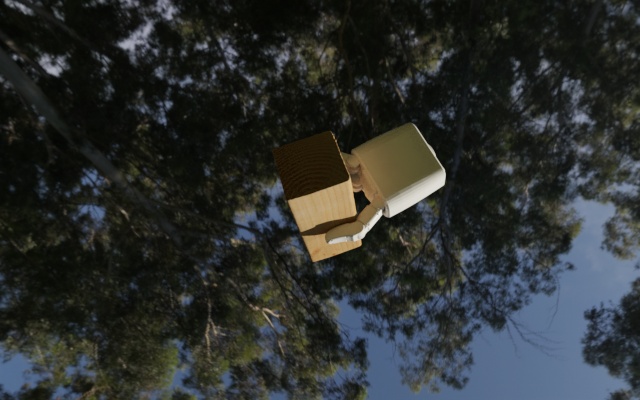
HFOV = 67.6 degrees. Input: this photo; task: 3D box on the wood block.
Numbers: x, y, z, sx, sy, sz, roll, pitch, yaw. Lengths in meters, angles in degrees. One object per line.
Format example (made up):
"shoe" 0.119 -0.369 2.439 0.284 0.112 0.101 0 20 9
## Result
"wood block" 0.001 0.003 0.725 0.090 0.090 0.206 -18 -31 -1
